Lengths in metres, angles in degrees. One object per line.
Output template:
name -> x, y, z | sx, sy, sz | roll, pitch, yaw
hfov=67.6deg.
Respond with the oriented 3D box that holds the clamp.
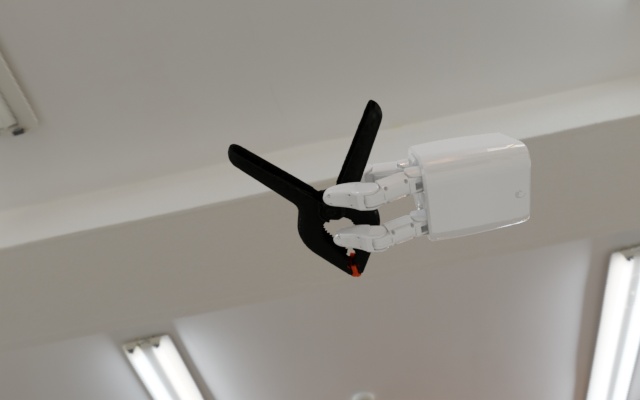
clamp -> 0.000, 0.002, 0.532 | 0.164, 0.210, 0.036 | -9, 32, 8
